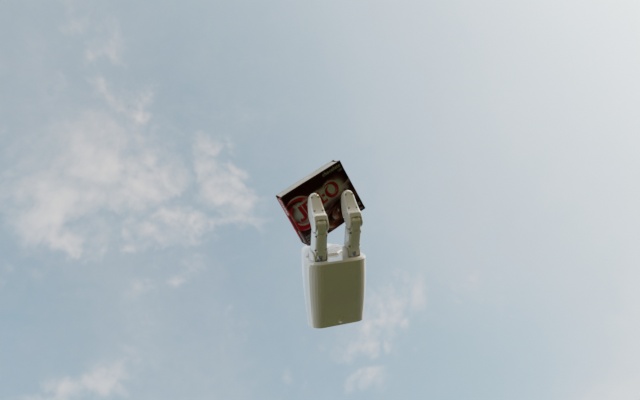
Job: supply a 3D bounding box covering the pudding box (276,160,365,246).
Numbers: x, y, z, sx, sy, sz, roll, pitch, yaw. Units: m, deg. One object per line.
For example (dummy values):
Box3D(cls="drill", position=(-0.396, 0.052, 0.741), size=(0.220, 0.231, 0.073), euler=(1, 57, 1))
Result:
Box3D(cls="pudding box", position=(0.000, 0.002, 0.744), size=(0.113, 0.090, 0.039), euler=(-34, 17, -14))
